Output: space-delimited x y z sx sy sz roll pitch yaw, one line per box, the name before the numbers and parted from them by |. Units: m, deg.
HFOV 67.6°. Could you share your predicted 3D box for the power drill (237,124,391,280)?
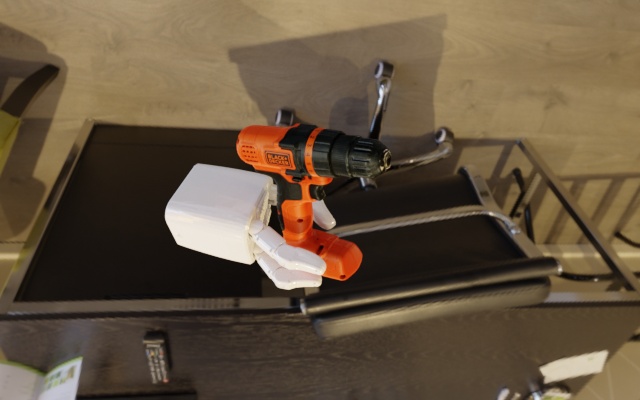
power drill | 0.000 0.002 0.553 0.184 0.188 0.057 12 38 31
